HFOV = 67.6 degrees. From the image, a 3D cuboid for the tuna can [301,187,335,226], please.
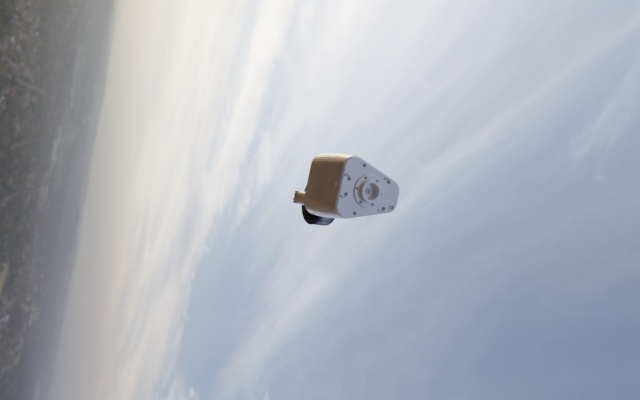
[{"bbox_3d":[0.001,0.003,0.867,0.034,0.086,0.086,9,-4,-29],"label":"tuna can"}]
